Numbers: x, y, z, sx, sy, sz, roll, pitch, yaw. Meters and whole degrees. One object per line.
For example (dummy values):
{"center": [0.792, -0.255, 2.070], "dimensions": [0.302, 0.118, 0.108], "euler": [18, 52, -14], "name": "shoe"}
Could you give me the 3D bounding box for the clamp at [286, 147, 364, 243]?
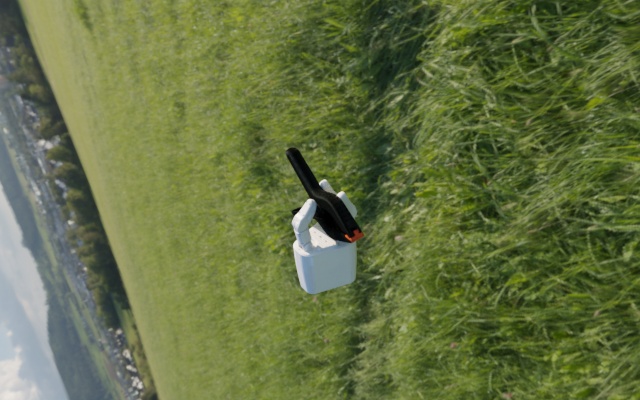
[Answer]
{"center": [0.000, 0.004, 0.869], "dimensions": [0.036, 0.165, 0.210], "euler": [-28, 40, -25], "name": "clamp"}
